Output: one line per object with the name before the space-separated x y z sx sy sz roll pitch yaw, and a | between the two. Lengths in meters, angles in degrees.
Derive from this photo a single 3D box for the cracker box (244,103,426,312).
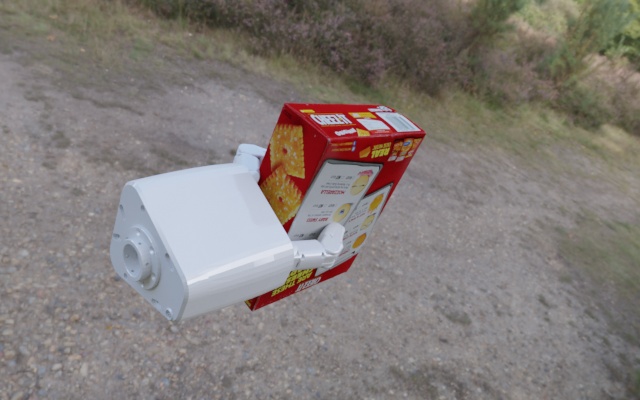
cracker box | 0.000 0.002 0.516 0.164 0.214 0.072 -13 48 -47
